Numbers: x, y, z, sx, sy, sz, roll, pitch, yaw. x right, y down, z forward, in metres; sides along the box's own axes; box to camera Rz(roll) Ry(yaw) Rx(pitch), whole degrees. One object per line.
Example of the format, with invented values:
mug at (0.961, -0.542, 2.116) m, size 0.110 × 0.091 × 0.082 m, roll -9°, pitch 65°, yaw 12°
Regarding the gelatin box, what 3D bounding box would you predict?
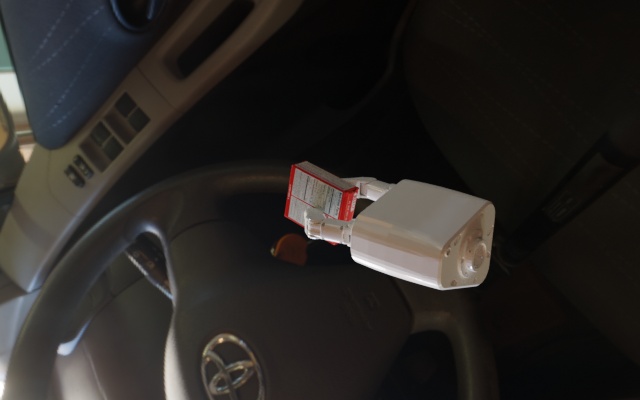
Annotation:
gelatin box at (0.000, 0.002, 0.585) m, size 0.089 × 0.073 × 0.030 m, roll 28°, pitch 32°, yaw 32°
